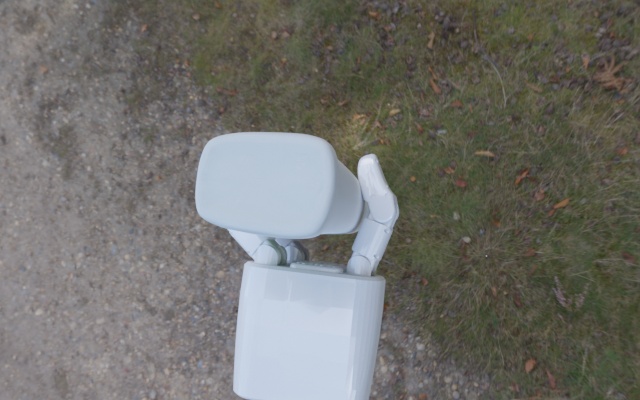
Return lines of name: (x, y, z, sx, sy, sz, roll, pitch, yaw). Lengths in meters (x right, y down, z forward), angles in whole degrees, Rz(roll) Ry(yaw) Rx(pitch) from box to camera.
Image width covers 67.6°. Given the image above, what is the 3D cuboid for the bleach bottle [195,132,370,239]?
bleach bottle: (0.000, 0.001, 0.421, 0.102, 0.068, 0.251, 6, -4, 20)
